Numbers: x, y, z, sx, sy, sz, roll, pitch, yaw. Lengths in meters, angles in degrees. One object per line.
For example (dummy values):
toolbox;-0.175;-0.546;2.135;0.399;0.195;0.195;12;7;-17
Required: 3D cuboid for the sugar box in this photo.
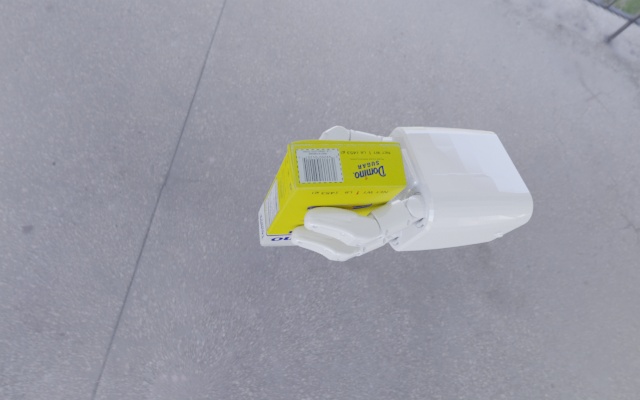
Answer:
sugar box;0.000;0.002;0.442;0.093;0.048;0.176;-1;-21;-15
